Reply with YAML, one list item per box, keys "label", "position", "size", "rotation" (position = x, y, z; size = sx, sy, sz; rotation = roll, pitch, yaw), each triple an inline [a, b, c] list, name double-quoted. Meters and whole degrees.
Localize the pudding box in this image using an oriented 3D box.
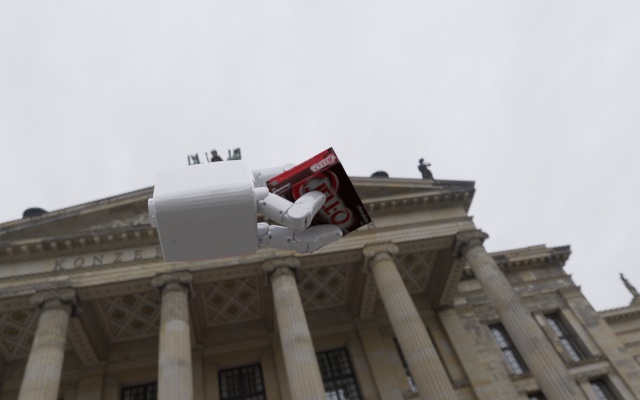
- label: "pudding box"
  position: [0.000, 0.002, 0.574]
  size: [0.090, 0.039, 0.114]
  rotation: [-27, -46, 6]
